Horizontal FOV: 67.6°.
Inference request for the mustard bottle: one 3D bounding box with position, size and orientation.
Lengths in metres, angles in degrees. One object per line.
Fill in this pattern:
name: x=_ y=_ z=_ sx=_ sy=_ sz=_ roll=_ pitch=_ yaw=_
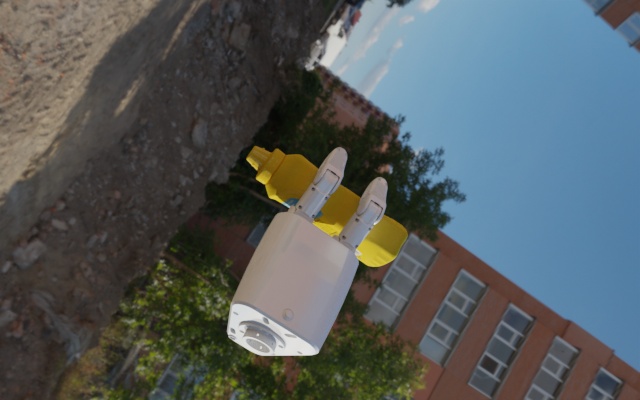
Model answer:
mustard bottle: x=0.000 y=0.002 z=0.539 sx=0.191 sy=0.058 sz=0.096 roll=35 pitch=-12 yaw=-11
